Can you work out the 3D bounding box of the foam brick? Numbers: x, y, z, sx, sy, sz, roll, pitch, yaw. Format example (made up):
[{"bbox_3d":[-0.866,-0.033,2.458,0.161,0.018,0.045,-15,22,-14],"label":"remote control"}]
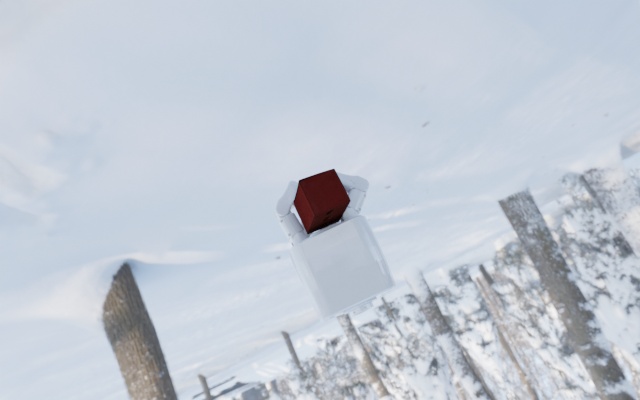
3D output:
[{"bbox_3d":[0.000,0.002,0.633,0.053,0.051,0.078,-21,-18,-16],"label":"foam brick"}]
